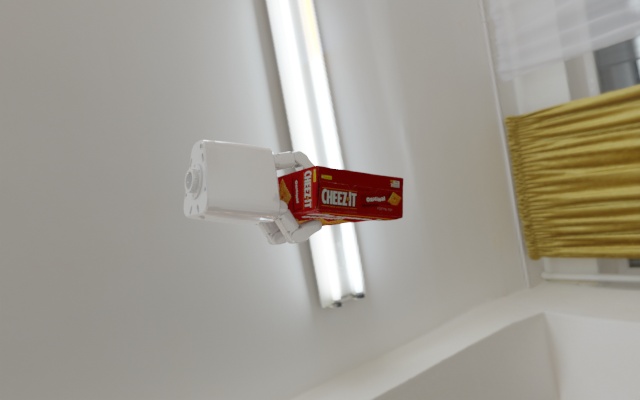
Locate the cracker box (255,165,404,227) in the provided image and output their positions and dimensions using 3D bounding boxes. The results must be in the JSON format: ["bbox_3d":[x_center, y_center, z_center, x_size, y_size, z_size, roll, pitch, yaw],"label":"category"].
[{"bbox_3d":[0.000,0.002,0.764,0.164,0.072,0.214,5,-9,-35],"label":"cracker box"}]
